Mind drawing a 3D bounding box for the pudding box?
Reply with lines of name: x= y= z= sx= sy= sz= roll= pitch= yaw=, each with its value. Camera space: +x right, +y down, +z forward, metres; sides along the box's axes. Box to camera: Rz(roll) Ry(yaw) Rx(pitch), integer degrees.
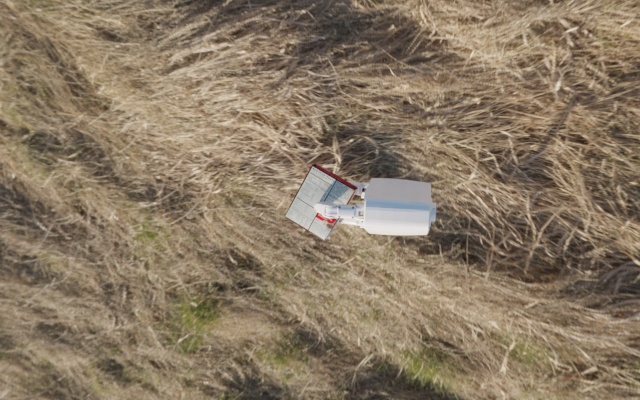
pudding box: x=0.000 y=0.003 z=0.851 sx=0.090 sy=0.113 sz=0.039 roll=31 pitch=12 yaw=6
